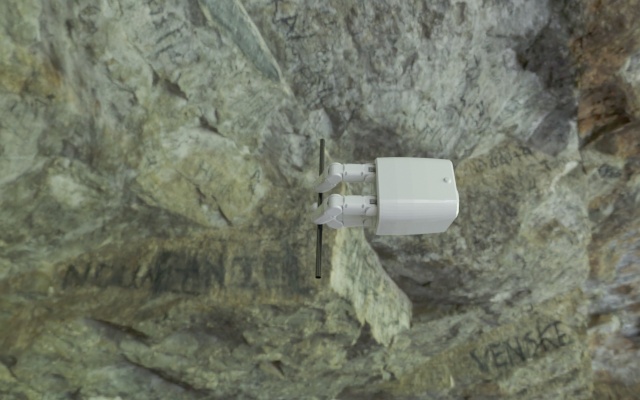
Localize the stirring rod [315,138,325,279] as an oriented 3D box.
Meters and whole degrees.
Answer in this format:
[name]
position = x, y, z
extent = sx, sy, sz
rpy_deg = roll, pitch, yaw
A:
[stirring rod]
position = 0.000, 0.002, 0.694
extent = 0.011, 0.239, 0.011
rpy_deg = 1, -35, 1
